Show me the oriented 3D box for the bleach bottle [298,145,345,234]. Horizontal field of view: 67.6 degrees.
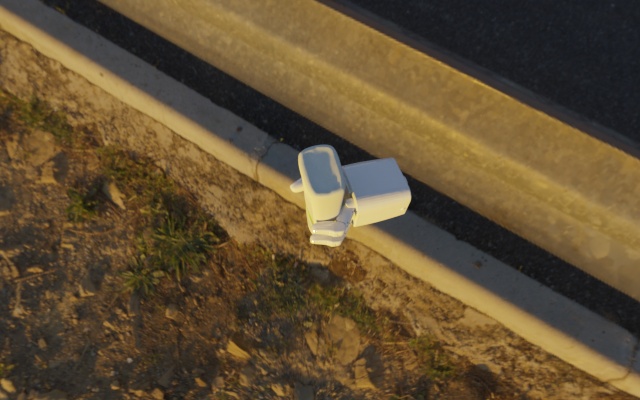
[{"bbox_3d":[0.000,0.003,0.891,0.068,0.102,0.251,-13,-23,-7],"label":"bleach bottle"}]
